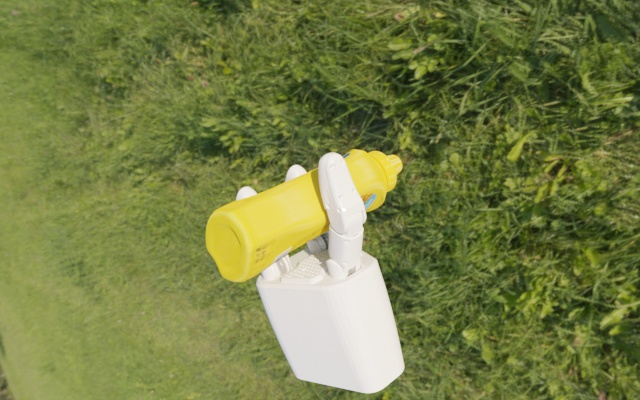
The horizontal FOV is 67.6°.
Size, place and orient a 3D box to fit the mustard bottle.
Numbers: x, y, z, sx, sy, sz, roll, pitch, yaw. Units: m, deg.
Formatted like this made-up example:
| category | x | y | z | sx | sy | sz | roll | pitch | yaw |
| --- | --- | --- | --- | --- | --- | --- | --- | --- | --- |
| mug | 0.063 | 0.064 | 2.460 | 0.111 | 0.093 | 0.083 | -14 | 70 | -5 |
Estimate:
| category | x | y | z | sx | sy | sz | roll | pitch | yaw |
| --- | --- | --- | --- | --- | --- | --- | --- | --- | --- |
| mustard bottle | 0.000 | 0.001 | 0.413 | 0.191 | 0.058 | 0.096 | -26 | -11 | -31 |
